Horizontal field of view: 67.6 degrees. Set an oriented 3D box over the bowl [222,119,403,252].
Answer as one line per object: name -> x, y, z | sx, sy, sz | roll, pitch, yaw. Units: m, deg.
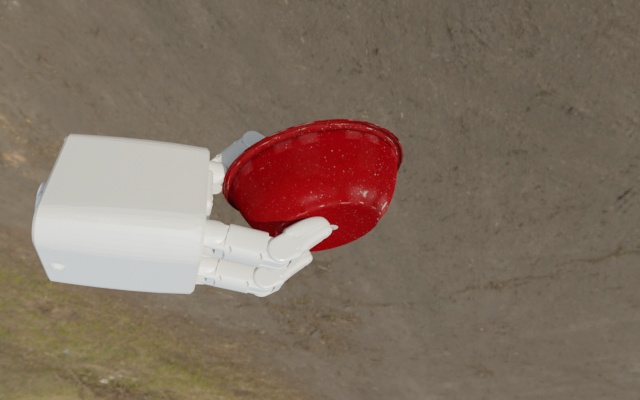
bowl -> 0.001, 0.002, 0.412 | 0.162, 0.055, 0.162 | -11, -27, -6
